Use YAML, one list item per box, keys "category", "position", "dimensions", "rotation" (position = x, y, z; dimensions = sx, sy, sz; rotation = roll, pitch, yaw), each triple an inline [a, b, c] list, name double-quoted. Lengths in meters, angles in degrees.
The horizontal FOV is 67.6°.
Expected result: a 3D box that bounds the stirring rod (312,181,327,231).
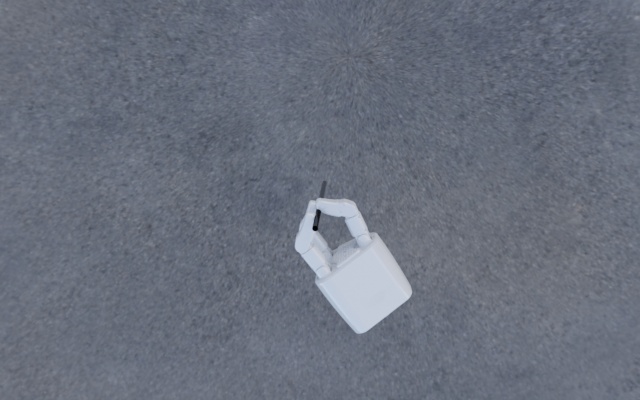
- category: "stirring rod"
  position: [0.000, 0.002, 0.736]
  dimensions: [0.011, 0.011, 0.239]
  rotation: [0, 17, 4]
